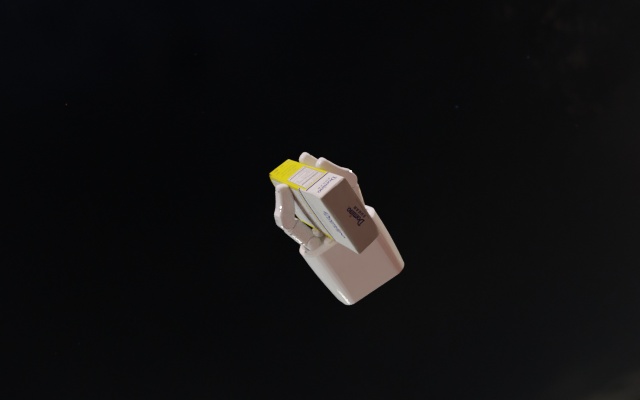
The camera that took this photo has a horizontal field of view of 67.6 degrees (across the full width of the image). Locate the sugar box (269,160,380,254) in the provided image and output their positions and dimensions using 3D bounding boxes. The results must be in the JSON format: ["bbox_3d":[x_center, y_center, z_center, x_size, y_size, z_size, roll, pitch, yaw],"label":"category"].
[{"bbox_3d":[0.001,0.002,0.627,0.048,0.093,0.176,-42,26,-15],"label":"sugar box"}]
